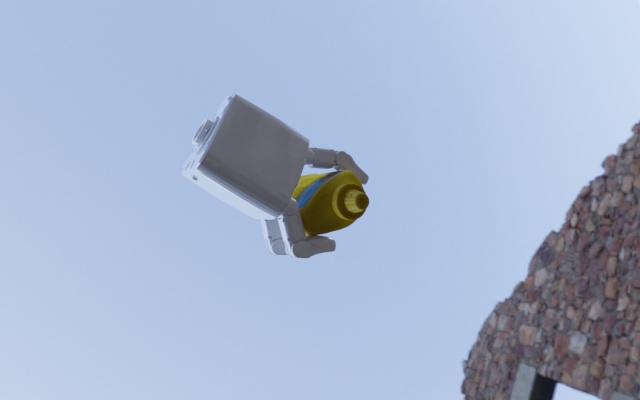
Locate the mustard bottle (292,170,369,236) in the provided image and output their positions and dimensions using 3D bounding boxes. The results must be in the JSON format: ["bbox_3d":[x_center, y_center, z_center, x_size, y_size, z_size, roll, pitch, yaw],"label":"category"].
[{"bbox_3d":[0.000,0.002,0.588,0.096,0.058,0.191,-41,16,-22],"label":"mustard bottle"}]
